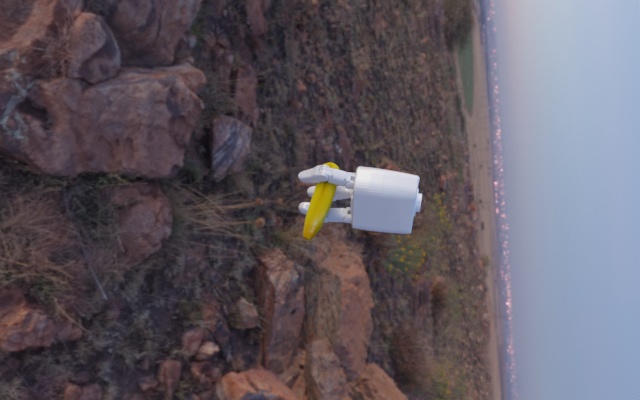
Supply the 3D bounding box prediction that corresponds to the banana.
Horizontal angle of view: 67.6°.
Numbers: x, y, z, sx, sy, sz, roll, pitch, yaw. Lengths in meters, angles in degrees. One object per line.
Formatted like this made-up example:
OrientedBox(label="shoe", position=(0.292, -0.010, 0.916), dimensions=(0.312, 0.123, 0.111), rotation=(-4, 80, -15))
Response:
OrientedBox(label="banana", position=(0.006, -0.013, 0.841), dimensions=(0.037, 0.070, 0.197), rotation=(18, 38, -2))
